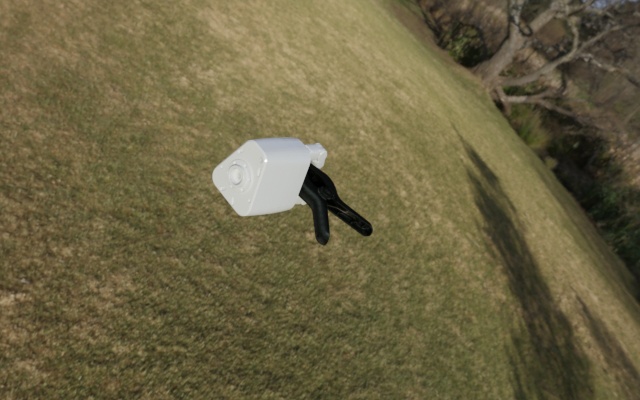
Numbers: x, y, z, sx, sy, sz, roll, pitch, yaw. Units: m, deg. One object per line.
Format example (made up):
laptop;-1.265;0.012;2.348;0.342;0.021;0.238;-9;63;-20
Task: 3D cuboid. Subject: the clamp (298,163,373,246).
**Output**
clamp;0.000;0.002;0.770;0.120;0.171;0.039;-12;-34;-55
